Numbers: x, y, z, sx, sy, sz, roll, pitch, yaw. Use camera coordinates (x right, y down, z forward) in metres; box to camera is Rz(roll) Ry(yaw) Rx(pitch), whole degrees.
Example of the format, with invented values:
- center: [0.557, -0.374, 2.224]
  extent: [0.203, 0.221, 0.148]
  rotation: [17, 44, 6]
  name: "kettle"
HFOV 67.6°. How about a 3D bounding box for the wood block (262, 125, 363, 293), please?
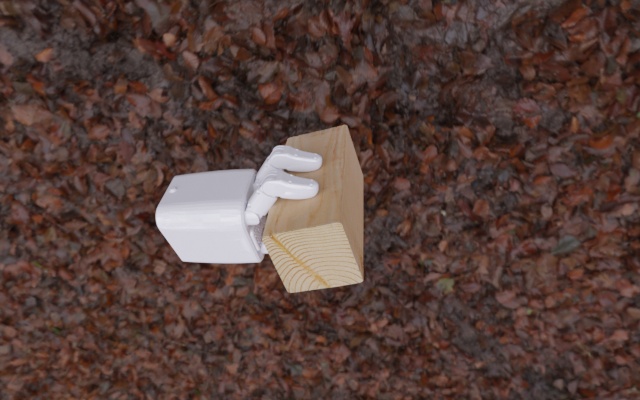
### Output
- center: [0.000, 0.002, 0.589]
  extent: [0.090, 0.091, 0.206]
  rotation: [-11, 35, 13]
  name: "wood block"
